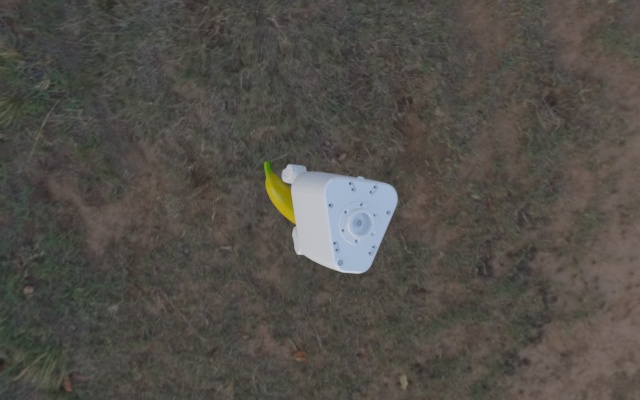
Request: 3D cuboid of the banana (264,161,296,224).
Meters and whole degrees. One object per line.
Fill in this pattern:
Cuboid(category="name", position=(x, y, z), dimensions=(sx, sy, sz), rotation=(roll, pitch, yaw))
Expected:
Cuboid(category="banana", position=(-0.009, 0.016, 0.718), dimensions=(0.198, 0.069, 0.037), rotation=(34, -29, -21))
